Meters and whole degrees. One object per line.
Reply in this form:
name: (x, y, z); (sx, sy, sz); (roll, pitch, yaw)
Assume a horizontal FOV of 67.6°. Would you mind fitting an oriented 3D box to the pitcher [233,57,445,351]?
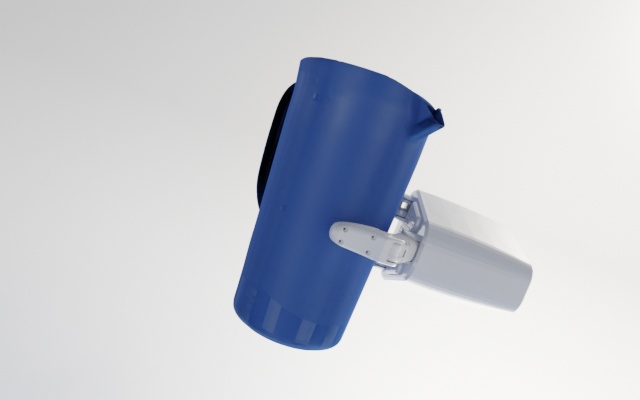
pitcher: (0.000, 0.002, 0.445); (0.145, 0.243, 0.149); (20, 5, -4)
